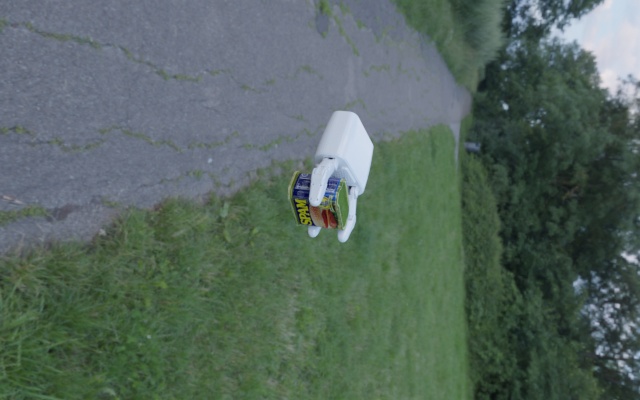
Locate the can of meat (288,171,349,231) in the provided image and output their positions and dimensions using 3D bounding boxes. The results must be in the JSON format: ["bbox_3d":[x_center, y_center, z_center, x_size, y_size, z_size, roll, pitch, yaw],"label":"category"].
[{"bbox_3d":[0.000,0.003,0.792,0.084,0.057,0.102,8,-37,16],"label":"can of meat"}]
